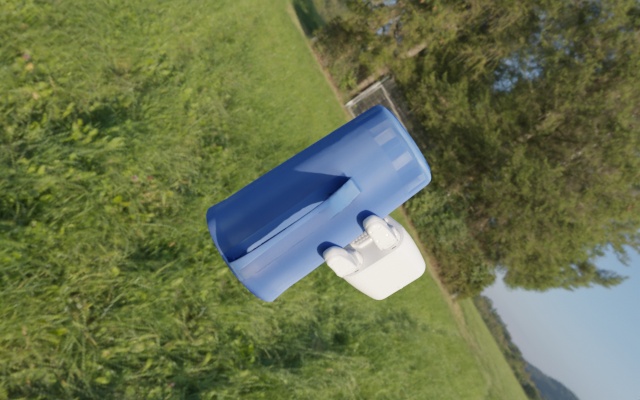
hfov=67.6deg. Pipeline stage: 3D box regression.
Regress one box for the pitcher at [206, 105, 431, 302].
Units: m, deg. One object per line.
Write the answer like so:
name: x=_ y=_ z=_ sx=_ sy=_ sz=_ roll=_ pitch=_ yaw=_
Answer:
pitcher: x=0.000 y=0.002 z=0.546 sx=0.243 sy=0.149 sz=0.145 roll=-35 pitch=-39 yaw=7
